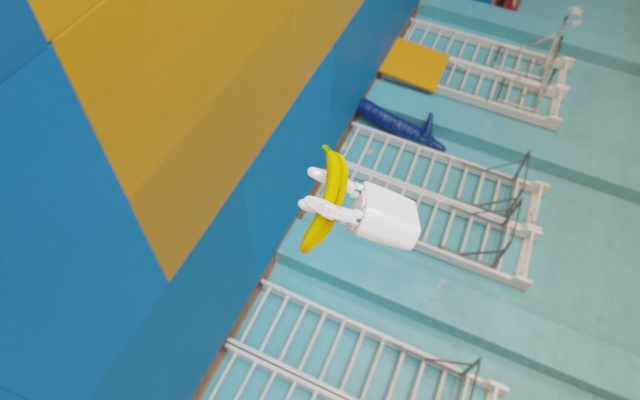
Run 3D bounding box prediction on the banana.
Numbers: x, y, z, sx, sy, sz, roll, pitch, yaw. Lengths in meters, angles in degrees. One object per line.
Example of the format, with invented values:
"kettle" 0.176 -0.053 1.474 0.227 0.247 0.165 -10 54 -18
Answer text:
"banana" 0.011 0.000 0.826 0.037 0.198 0.069 17 -6 -32
